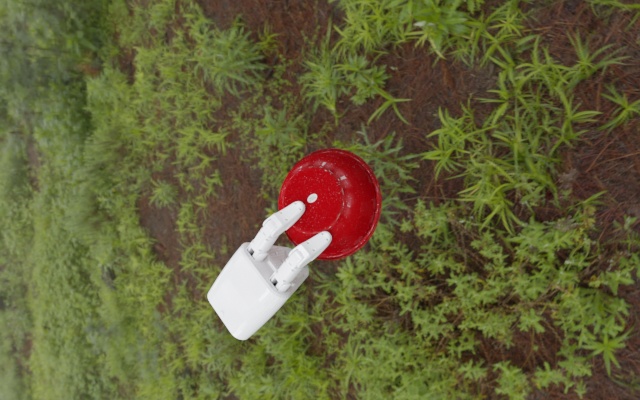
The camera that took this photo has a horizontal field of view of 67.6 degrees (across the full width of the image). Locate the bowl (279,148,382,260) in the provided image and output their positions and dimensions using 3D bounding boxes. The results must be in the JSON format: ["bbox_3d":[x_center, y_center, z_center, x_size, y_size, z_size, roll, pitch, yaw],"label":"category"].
[{"bbox_3d":[0.001,0.001,0.662,0.162,0.162,0.055,0,-6,25],"label":"bowl"}]
